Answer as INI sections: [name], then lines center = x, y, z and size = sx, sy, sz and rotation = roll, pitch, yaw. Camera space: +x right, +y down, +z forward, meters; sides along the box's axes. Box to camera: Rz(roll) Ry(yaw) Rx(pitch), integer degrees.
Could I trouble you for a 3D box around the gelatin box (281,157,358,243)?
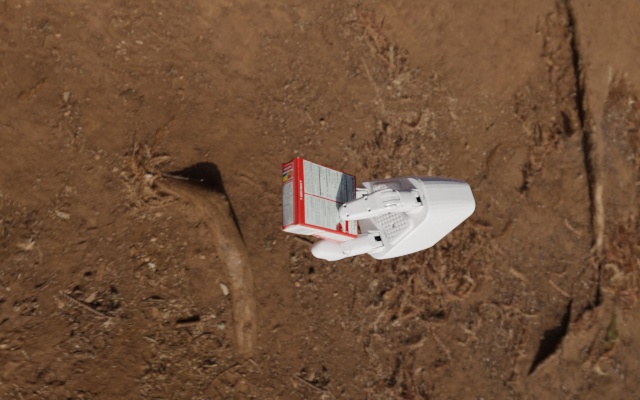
[gelatin box]
center = 0.000, 0.001, 0.507
size = 0.089, 0.073, 0.030
rotation = 16, -25, -41
